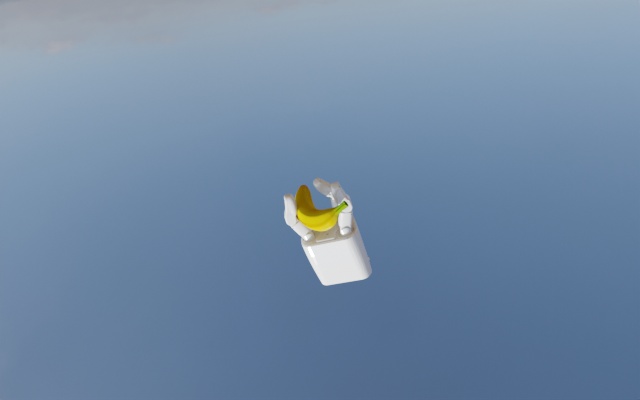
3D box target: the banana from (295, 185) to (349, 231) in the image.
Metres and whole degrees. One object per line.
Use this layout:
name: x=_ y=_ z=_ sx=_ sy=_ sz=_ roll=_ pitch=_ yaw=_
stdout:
banana: x=-0.011 y=0.017 z=0.876 sx=0.037 sy=0.069 sz=0.197 roll=49 pitch=-11 yaw=-26
